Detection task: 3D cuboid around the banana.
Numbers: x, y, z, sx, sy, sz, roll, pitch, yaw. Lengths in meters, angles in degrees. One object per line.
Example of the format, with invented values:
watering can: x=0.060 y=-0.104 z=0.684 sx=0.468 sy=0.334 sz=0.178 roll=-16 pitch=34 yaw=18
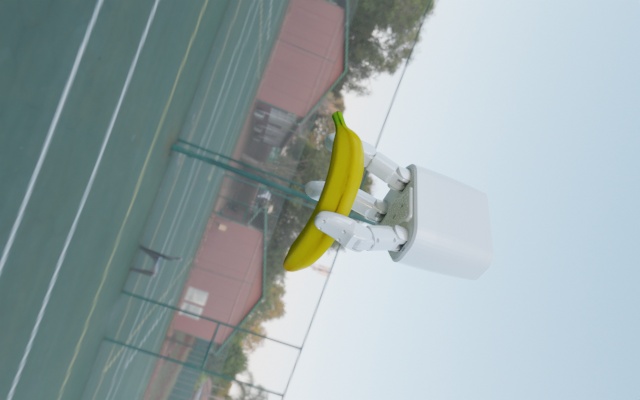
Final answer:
banana: x=0.007 y=0.005 z=0.528 sx=0.037 sy=0.198 sz=0.069 roll=14 pitch=16 yaw=-24
